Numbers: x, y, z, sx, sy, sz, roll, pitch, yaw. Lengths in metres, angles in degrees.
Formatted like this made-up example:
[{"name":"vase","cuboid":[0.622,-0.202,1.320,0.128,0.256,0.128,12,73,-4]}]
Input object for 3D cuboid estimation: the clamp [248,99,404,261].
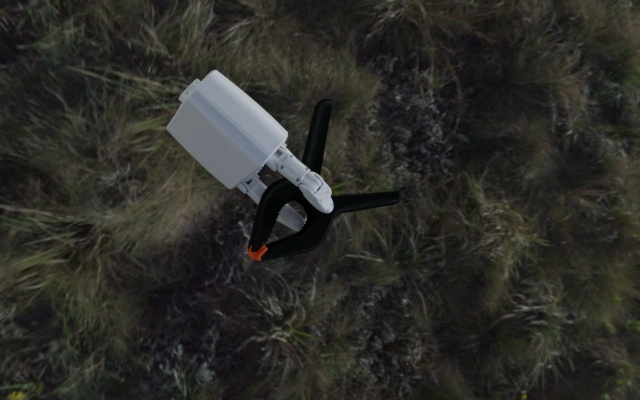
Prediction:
[{"name":"clamp","cuboid":[0.000,0.002,0.584,0.164,0.210,0.036,43,-16,-13]}]
